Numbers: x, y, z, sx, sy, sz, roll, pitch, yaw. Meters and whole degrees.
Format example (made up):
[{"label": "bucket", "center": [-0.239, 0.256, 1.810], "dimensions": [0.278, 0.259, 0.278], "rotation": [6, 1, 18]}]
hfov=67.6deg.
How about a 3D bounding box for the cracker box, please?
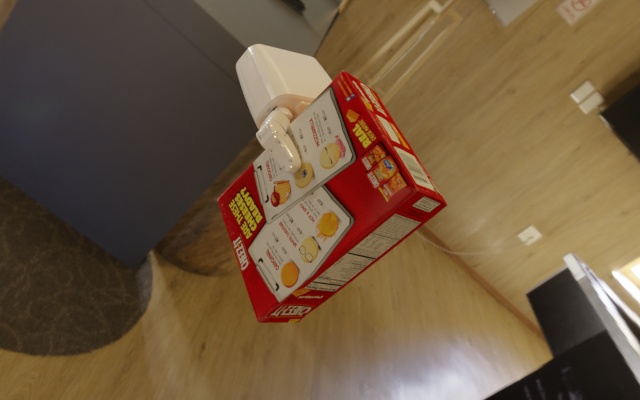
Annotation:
[{"label": "cracker box", "center": [0.000, 0.001, 0.495], "dimensions": [0.214, 0.164, 0.072], "rotation": [-43, -37, 24]}]
